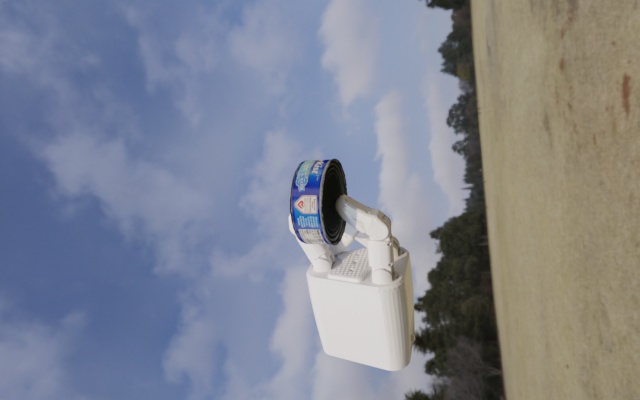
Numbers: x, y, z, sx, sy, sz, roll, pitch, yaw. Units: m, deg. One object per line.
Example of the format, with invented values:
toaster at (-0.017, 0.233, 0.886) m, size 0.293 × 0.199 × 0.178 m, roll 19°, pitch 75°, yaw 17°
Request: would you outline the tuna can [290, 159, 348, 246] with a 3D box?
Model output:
tuna can at (0.000, 0.001, 0.476) m, size 0.034 × 0.086 × 0.086 m, roll 0°, pitch 0°, yaw 19°
